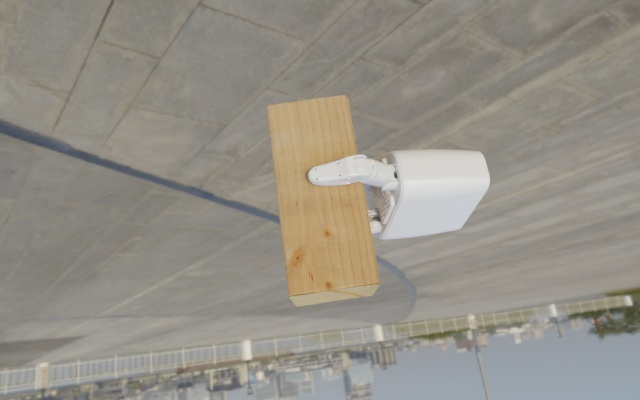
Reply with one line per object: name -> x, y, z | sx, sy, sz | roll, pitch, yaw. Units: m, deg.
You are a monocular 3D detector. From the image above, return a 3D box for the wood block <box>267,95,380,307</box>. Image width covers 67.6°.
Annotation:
wood block -> 0.000, 0.002, 0.522 | 0.090, 0.206, 0.091 | -8, -18, -1
